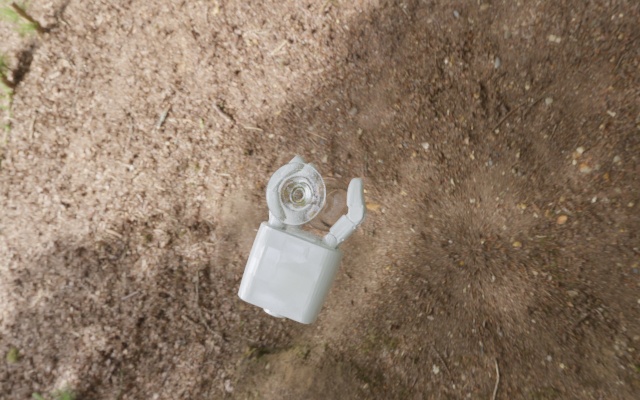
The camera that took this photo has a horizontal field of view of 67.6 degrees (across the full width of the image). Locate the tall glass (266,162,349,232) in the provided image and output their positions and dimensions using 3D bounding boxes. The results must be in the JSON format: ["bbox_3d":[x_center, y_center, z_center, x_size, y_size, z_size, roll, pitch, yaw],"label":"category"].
[{"bbox_3d":[0.000,0.002,0.648,0.079,0.079,0.201,0,-6,18],"label":"tall glass"}]
